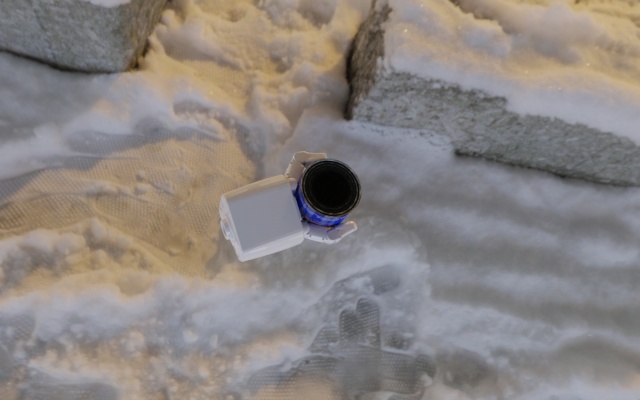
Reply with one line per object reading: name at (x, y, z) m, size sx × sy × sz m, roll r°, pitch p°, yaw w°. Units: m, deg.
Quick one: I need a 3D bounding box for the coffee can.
coffee can at (0.000, 0.003, 0.826) m, size 0.103 × 0.102 × 0.140 m, roll 0°, pitch -20°, yaw -16°
